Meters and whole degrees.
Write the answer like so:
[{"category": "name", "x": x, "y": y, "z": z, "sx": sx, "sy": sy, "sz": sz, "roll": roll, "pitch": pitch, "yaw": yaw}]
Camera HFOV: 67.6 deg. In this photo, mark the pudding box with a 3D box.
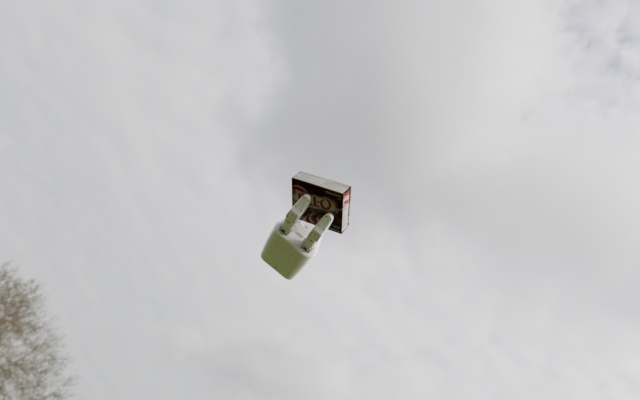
[{"category": "pudding box", "x": 0.000, "y": 0.003, "z": 0.899, "sx": 0.113, "sy": 0.090, "sz": 0.039, "roll": 16, "pitch": 37, "yaw": 23}]
